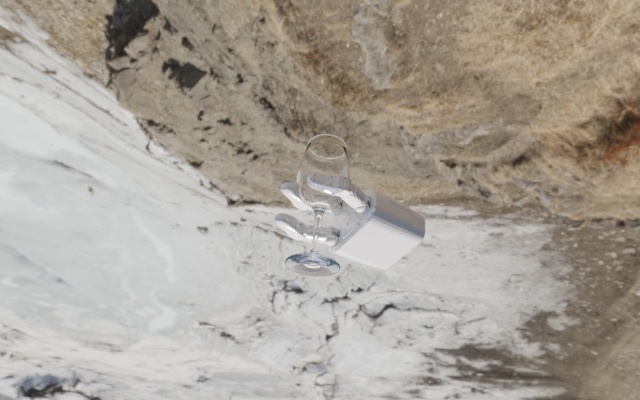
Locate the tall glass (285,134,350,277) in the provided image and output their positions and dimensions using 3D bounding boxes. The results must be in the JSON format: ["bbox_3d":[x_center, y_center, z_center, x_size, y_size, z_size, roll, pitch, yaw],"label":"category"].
[{"bbox_3d":[0.000,0.003,0.684,0.079,0.201,0.079,5,-30,3],"label":"tall glass"}]
